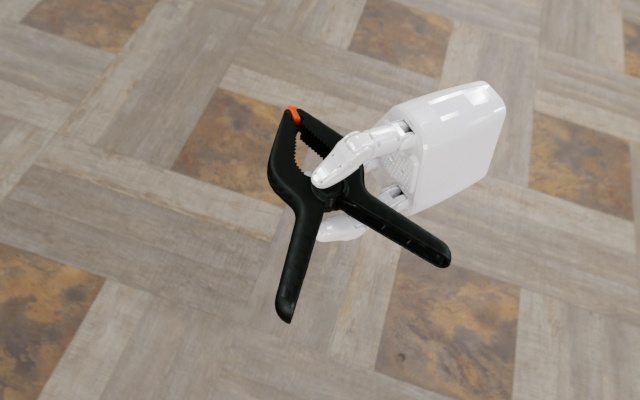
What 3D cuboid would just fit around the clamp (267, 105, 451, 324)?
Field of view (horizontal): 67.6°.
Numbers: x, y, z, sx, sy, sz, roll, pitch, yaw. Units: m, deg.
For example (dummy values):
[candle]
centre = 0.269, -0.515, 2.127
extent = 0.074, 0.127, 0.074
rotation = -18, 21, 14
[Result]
[clamp]
centre = 0.000, 0.001, 0.437
extent = 0.164, 0.210, 0.036
rotation = -22, -24, -23
